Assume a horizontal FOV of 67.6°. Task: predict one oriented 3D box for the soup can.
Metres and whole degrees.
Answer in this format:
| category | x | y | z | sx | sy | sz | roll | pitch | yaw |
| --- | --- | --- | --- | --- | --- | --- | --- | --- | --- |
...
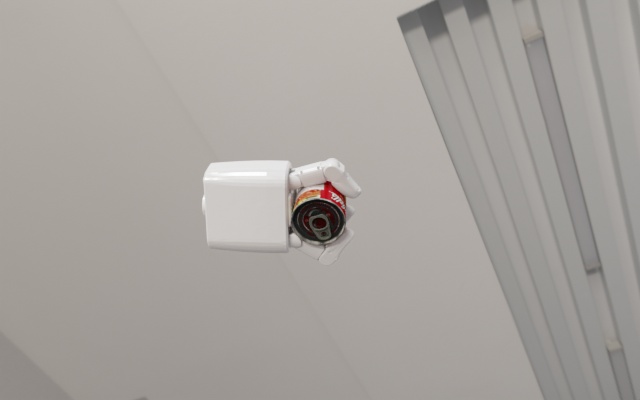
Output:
| category | x | y | z | sx | sy | sz | roll | pitch | yaw |
| --- | --- | --- | --- | --- | --- | --- | --- | --- | --- |
| soup can | 0.001 | 0.002 | 0.626 | 0.068 | 0.068 | 0.102 | 0 | 30 | 4 |
